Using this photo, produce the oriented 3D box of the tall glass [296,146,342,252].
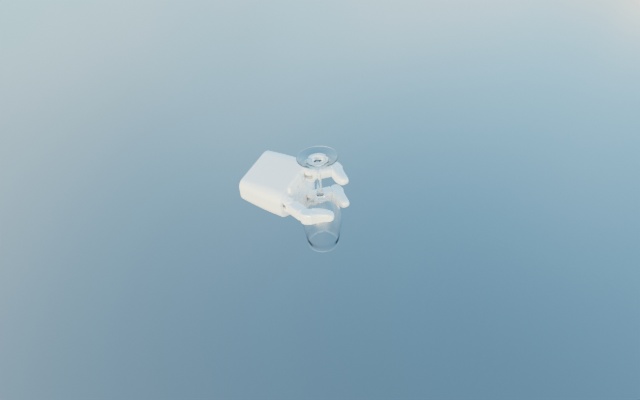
[{"bbox_3d":[0.000,0.002,0.893,0.079,0.201,0.079,-3,37,2],"label":"tall glass"}]
